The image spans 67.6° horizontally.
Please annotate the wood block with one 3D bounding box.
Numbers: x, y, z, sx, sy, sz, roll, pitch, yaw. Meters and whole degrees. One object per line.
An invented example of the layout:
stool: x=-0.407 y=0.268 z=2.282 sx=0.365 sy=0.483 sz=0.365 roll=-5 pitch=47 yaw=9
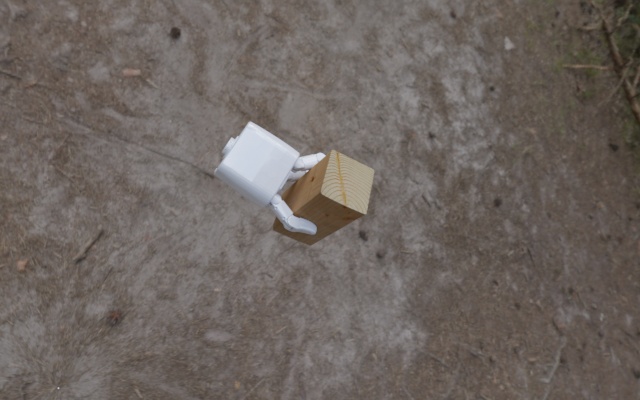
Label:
wood block: x=0.000 y=0.003 z=0.875 sx=0.090 sy=0.090 sz=0.206 roll=24 pitch=-29 yaw=-19
